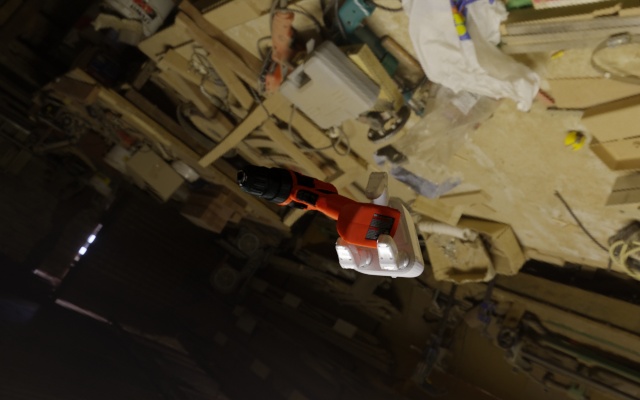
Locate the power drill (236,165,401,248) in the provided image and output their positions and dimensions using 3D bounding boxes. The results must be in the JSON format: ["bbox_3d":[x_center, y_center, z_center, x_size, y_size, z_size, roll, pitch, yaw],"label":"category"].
[{"bbox_3d":[0.001,0.002,0.652,0.184,0.057,0.187,10,12,-46],"label":"power drill"}]
